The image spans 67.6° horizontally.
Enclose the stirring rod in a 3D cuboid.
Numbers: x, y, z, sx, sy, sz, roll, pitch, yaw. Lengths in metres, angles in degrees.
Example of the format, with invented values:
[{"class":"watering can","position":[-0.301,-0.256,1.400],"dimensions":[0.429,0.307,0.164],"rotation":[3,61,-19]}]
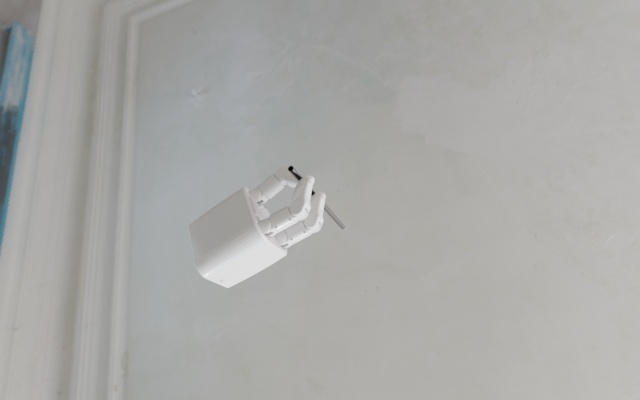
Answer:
[{"class":"stirring rod","position":[0.000,0.002,0.738],"dimensions":[0.011,0.011,0.240],"rotation":[0,-22,21]}]
